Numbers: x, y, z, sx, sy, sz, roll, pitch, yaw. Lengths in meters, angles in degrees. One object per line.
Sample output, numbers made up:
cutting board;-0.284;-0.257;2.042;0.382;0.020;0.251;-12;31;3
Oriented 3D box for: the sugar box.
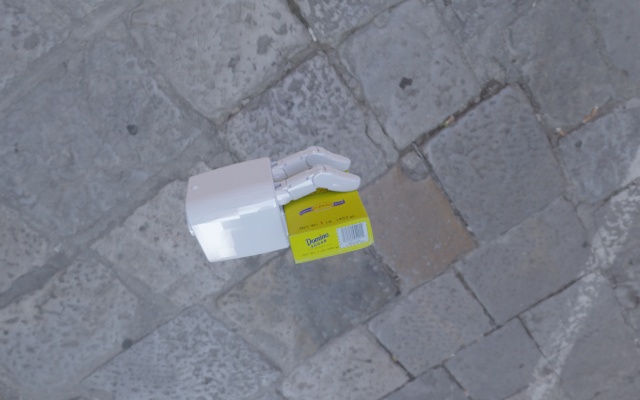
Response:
sugar box;0.000;0.002;0.599;0.093;0.048;0.176;-13;33;-3
